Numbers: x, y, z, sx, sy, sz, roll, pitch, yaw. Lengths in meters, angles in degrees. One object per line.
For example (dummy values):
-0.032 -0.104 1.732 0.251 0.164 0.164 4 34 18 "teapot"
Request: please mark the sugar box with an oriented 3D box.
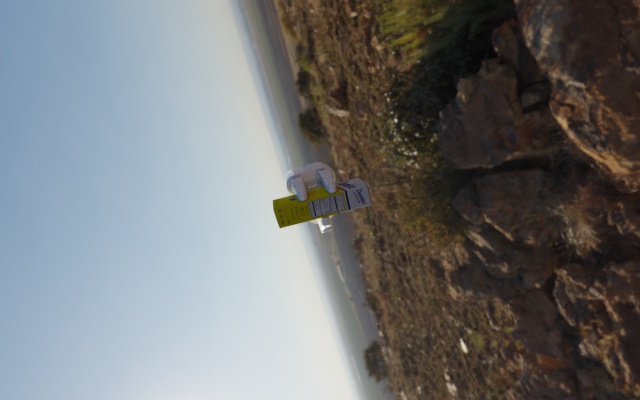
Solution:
0.000 0.002 0.897 0.176 0.048 0.093 -17 13 -3 "sugar box"
